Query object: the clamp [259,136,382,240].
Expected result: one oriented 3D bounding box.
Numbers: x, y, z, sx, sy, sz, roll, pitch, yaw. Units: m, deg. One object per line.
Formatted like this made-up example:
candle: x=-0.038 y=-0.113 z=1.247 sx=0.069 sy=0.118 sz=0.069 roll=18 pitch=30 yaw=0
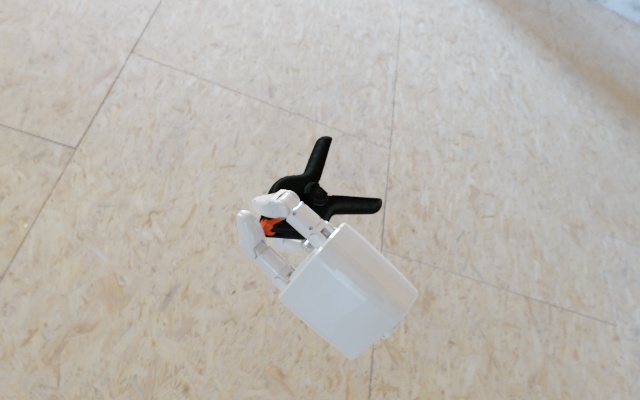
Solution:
clamp: x=0.000 y=0.002 z=0.573 sx=0.171 sy=0.120 sz=0.039 roll=-45 pitch=-6 yaw=-37
